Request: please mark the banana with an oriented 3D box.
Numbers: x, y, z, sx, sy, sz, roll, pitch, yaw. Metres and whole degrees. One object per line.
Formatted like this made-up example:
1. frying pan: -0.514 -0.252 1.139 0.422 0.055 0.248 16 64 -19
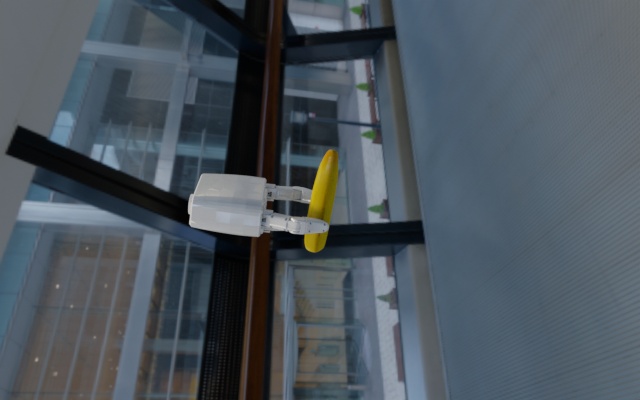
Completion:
1. banana: -0.001 0.016 0.758 0.037 0.198 0.069 8 37 -3
